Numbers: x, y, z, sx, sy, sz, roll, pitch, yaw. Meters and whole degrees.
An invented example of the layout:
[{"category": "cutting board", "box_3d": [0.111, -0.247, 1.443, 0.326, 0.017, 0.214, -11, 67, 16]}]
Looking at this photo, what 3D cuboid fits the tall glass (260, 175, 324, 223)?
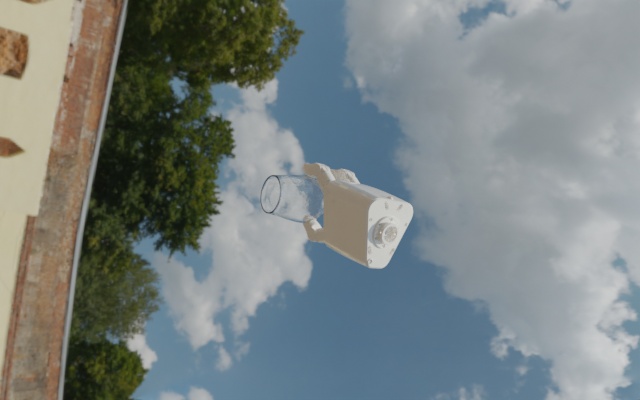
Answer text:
[{"category": "tall glass", "box_3d": [0.001, 0.003, 0.811, 0.201, 0.079, 0.079, 9, -5, -36]}]
